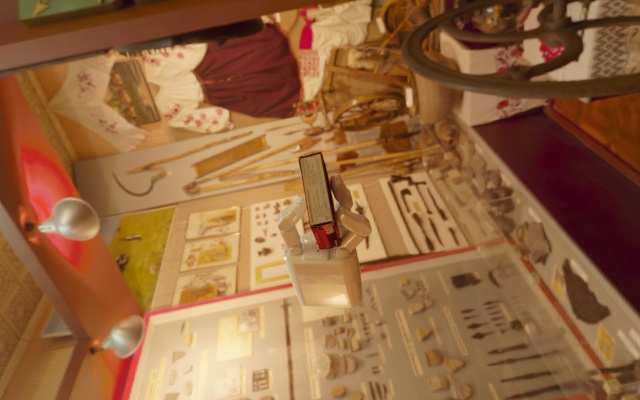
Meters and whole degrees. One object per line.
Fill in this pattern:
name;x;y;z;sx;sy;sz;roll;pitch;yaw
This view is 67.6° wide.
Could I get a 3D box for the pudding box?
pudding box;0.000;0.002;0.678;0.039;0.113;0.090;-13;-27;1
